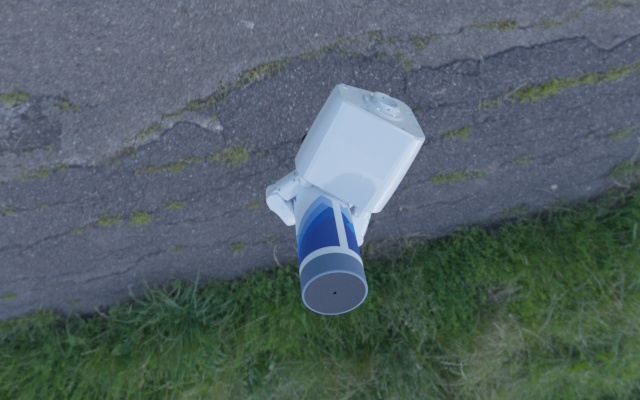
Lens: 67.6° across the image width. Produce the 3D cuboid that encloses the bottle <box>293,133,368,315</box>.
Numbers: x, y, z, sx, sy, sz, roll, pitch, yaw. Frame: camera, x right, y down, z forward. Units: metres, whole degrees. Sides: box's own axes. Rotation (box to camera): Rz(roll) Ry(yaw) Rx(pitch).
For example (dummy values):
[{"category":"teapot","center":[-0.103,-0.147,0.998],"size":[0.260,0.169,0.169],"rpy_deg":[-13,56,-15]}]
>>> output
[{"category":"bottle","center":[0.000,0.002,0.588],"size":[0.069,0.069,0.295],"rpy_deg":[0,38,-7]}]
